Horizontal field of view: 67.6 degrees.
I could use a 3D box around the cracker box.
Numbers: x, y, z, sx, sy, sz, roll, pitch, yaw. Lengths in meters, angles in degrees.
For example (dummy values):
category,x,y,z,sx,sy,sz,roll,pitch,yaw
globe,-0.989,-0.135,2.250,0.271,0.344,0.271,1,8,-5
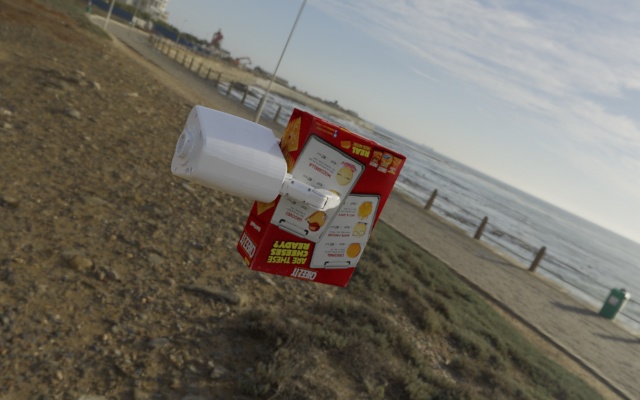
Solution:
category,x,y,z,sx,sy,sz,roll,pitch,yaw
cracker box,0.000,0.002,0.666,0.164,0.214,0.072,17,13,-33
